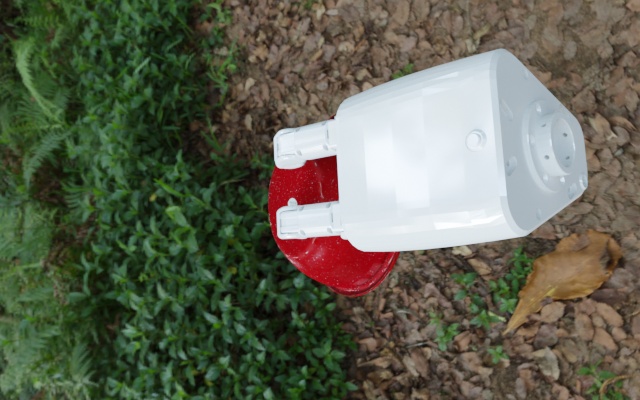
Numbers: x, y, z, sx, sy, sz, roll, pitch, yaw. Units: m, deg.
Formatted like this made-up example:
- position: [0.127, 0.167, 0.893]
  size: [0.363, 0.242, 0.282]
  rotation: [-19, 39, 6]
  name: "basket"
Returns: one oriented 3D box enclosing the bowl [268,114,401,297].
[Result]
- position: [-0.001, 0.002, 0.403]
  size: [0.055, 0.162, 0.162]
  rotation: [1, 0, -32]
  name: "bowl"
